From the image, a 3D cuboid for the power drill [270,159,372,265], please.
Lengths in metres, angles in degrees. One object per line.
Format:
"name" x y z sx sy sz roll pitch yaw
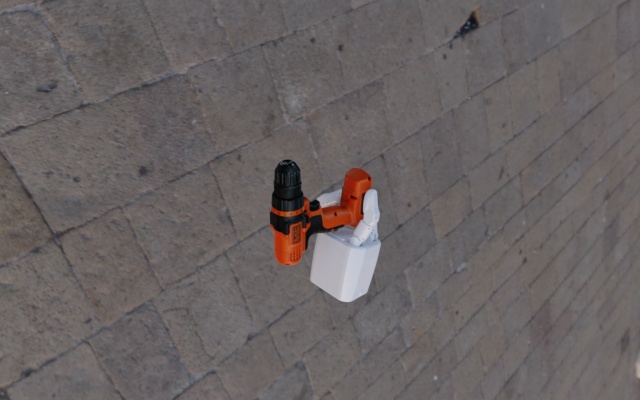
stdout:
"power drill" 0.001 0.003 0.800 0.187 0.184 0.057 -18 36 -33
